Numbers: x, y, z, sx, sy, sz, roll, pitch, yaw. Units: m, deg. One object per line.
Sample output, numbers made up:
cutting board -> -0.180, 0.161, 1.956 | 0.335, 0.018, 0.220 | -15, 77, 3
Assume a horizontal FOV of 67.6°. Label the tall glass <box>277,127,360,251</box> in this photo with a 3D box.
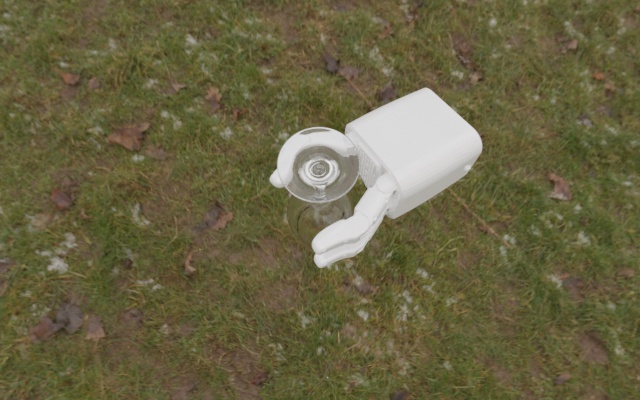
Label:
tall glass -> 0.000, 0.001, 0.515 | 0.079, 0.079, 0.201 | 0, -20, 1
